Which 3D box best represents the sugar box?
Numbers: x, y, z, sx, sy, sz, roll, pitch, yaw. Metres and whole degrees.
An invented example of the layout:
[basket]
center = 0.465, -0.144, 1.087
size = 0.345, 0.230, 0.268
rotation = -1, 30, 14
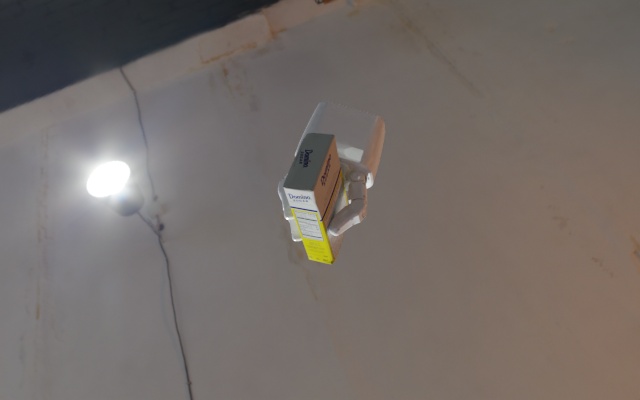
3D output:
[sugar box]
center = 0.000, 0.002, 0.644
size = 0.048, 0.093, 0.176
rotation = 7, -35, 19
